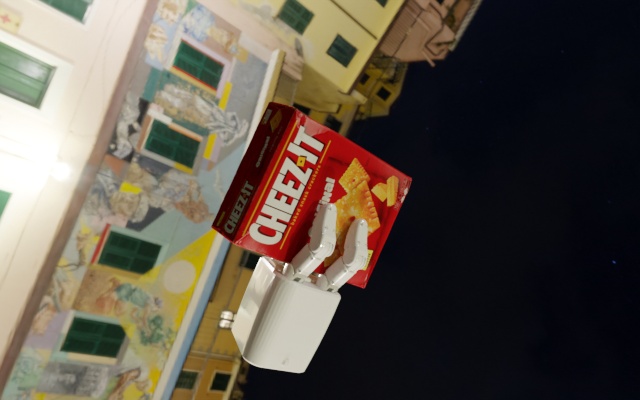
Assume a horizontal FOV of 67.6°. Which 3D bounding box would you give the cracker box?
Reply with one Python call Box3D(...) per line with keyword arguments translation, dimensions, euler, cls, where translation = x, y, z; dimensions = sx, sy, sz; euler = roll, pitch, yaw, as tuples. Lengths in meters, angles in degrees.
Box3D(translation=(0.000, 0.002, 0.592), dimensions=(0.214, 0.164, 0.072), euler=(25, -1, -38), cls="cracker box")
